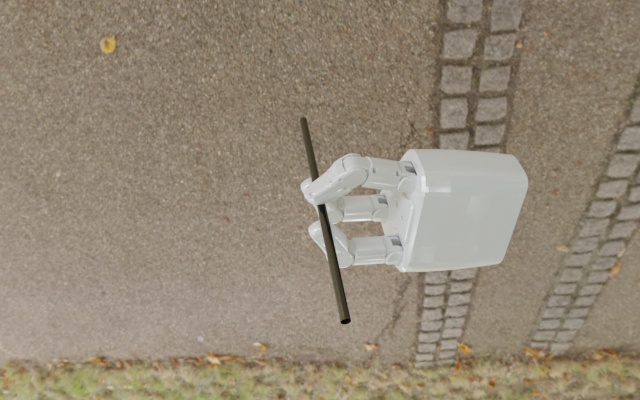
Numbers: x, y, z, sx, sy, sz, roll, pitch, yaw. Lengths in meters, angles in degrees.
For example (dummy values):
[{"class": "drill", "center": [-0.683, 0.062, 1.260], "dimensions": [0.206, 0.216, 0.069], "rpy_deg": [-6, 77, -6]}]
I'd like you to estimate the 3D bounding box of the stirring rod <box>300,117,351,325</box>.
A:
[{"class": "stirring rod", "center": [0.000, 0.001, 0.428], "dimensions": [0.011, 0.239, 0.011], "rpy_deg": [-6, -43, -6]}]
